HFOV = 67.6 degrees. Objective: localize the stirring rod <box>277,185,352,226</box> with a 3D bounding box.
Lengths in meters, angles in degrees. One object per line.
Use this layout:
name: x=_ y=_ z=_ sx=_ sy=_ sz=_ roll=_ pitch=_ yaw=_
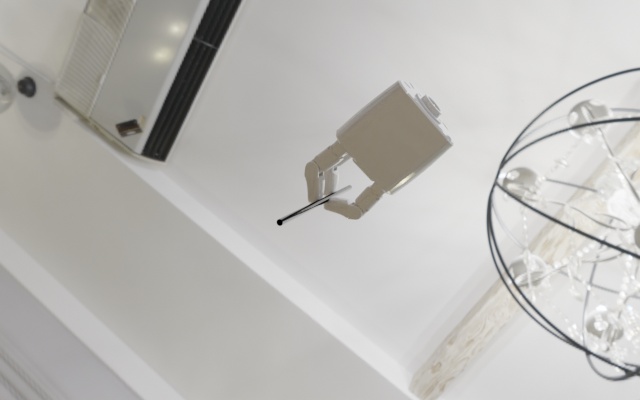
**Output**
stirring rod: x=0.000 y=0.002 z=0.645 sx=0.011 sy=0.011 sz=0.239 roll=0 pitch=11 yaw=23
